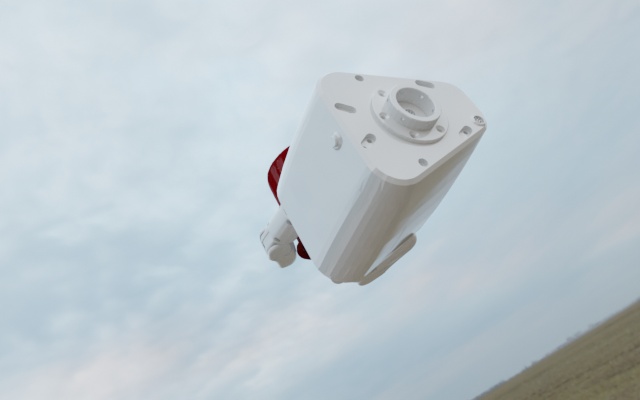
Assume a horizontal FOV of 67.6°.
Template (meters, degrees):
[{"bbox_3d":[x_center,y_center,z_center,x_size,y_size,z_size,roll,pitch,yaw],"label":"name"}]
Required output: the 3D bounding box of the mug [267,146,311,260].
[{"bbox_3d":[0.000,0.002,0.443,0.093,0.081,0.117,-15,-30,-29],"label":"mug"}]
